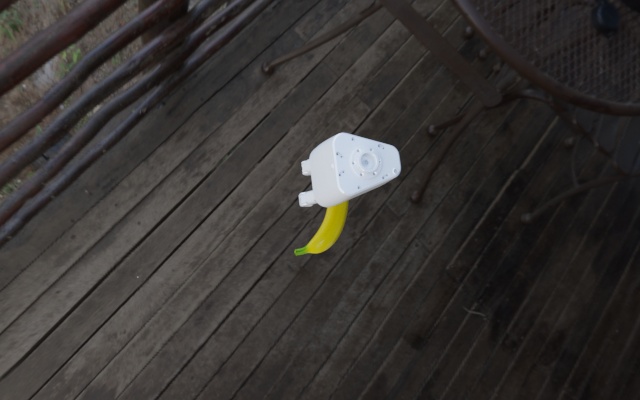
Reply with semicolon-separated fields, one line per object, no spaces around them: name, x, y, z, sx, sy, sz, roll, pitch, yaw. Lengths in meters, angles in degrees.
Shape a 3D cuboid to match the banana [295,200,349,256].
banana;0.016;0.012;0.853;0.069;0.197;0.037;20;-12;-12
